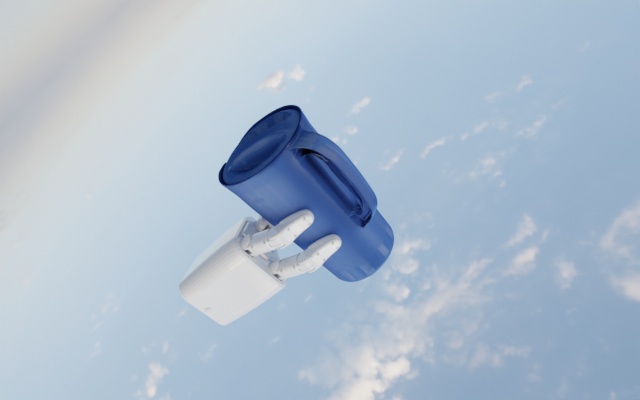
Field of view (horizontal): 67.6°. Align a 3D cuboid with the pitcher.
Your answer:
[{"bbox_3d":[0.000,0.002,0.627,0.145,0.243,0.149,-38,31,11],"label":"pitcher"}]
